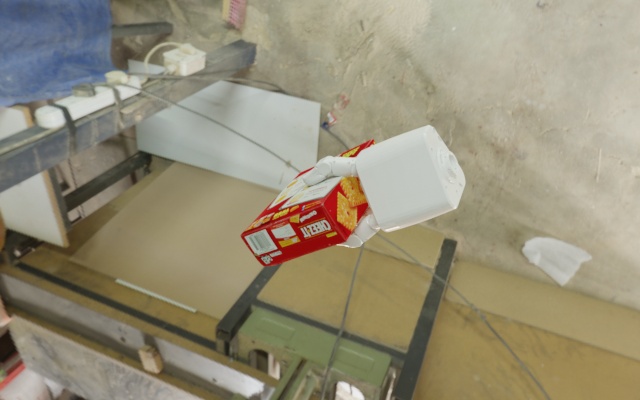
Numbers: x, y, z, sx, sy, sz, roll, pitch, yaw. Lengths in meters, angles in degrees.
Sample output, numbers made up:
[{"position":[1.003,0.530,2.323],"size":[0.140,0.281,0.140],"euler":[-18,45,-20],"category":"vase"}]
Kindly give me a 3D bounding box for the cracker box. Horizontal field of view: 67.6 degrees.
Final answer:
[{"position":[0.000,0.002,0.743],"size":[0.164,0.072,0.213],"euler":[-22,18,35],"category":"cracker box"}]
